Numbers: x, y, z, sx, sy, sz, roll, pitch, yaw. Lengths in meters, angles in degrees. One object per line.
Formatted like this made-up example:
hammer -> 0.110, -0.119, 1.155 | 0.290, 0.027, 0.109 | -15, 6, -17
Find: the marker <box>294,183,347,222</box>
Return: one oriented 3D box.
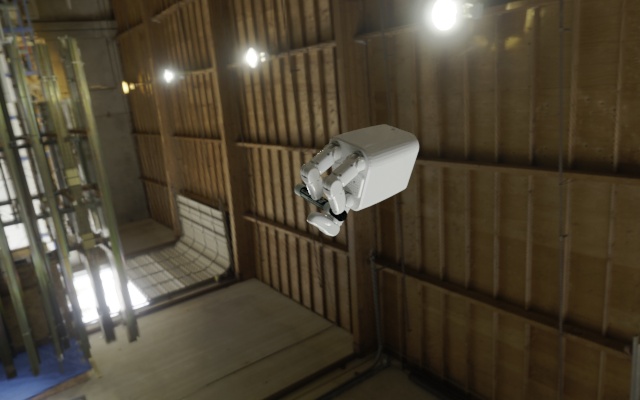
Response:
marker -> 0.000, 0.002, 0.740 | 0.020, 0.020, 0.121 | 0, 22, -39
